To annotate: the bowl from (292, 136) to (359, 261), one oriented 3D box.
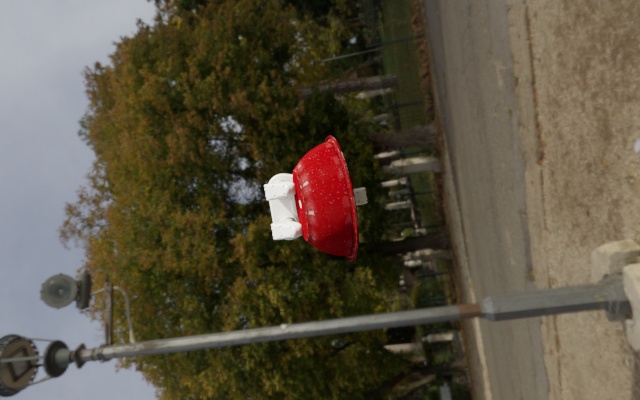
[{"bbox_3d":[0.000,0.002,0.605,0.055,0.162,0.162,-10,2,-10],"label":"bowl"}]
